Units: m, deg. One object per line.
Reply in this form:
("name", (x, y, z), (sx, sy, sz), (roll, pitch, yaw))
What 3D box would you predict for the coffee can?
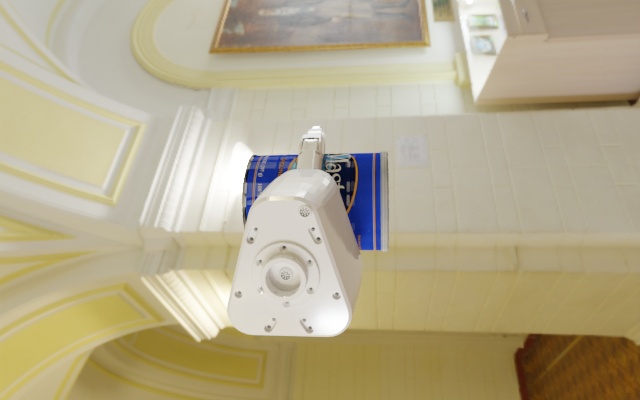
("coffee can", (0.000, 0.002, 0.499), (0.140, 0.103, 0.103), (-1, 0, 7))
